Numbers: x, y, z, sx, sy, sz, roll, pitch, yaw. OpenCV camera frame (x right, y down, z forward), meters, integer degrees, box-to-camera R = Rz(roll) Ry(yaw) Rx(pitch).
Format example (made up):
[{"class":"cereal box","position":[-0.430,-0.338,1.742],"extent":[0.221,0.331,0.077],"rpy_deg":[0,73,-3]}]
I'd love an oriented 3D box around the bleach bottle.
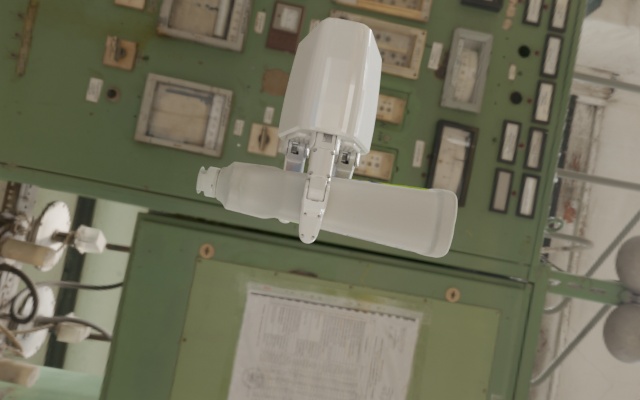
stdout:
[{"class":"bleach bottle","position":[0.000,0.002,0.486],"extent":[0.251,0.068,0.102],"rpy_deg":[11,-2,-2]}]
